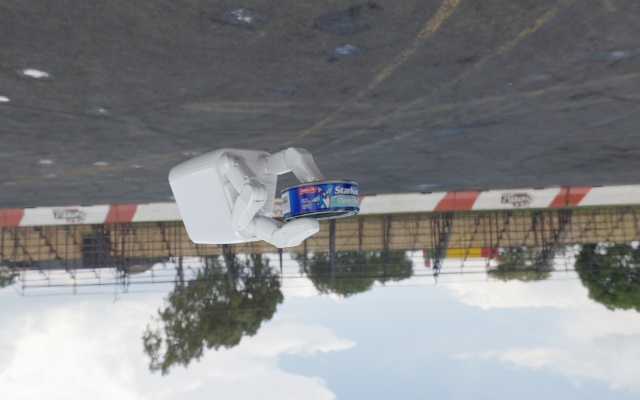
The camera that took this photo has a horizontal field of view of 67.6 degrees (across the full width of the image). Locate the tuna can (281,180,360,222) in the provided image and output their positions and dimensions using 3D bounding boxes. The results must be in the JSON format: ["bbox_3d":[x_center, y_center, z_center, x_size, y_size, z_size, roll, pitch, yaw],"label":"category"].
[{"bbox_3d":[0.000,0.002,0.526,0.086,0.033,0.086,-6,-8,-1],"label":"tuna can"}]
